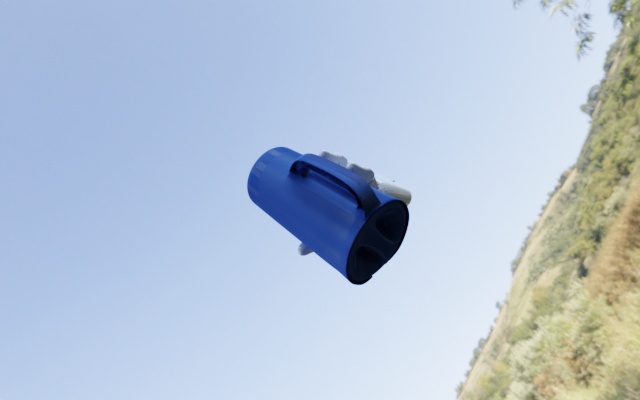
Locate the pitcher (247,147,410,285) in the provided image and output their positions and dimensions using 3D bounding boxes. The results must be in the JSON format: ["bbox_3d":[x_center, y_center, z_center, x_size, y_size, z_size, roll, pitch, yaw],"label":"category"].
[{"bbox_3d":[0.000,0.002,0.712,0.242,0.149,0.145,32,17,34],"label":"pitcher"}]
